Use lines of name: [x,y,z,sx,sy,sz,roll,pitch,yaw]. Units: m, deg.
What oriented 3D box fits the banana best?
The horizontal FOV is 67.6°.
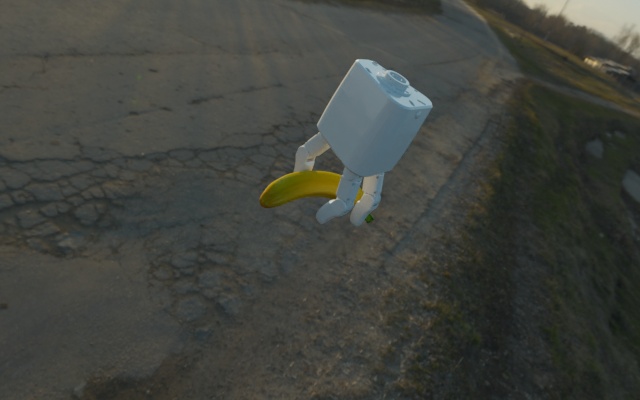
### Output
banana: [-0.002,-0.012,0.681,0.198,0.069,0.037,8,-41,-35]
